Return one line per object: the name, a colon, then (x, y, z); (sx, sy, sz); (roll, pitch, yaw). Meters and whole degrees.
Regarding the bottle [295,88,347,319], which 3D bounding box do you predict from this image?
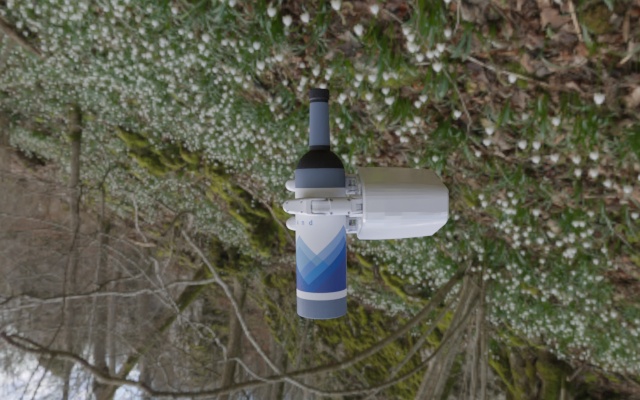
bottle: (0.000, 0.002, 0.632); (0.069, 0.296, 0.069); (-1, 2, 0)
